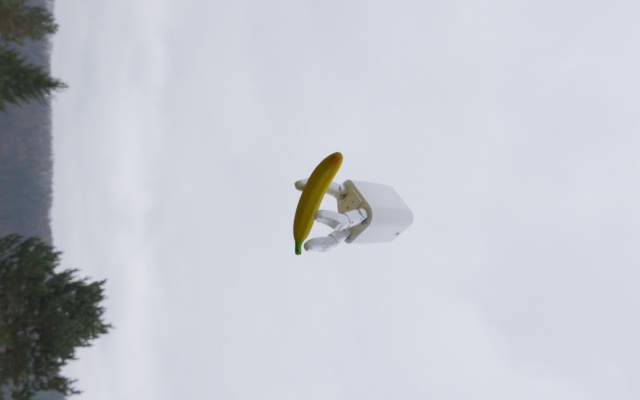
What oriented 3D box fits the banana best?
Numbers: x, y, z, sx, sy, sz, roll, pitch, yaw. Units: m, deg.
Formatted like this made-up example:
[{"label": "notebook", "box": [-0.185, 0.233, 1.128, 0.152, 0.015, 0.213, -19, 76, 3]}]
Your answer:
[{"label": "banana", "box": [-0.008, -0.004, 0.812, 0.037, 0.198, 0.069, 7, 27, -29]}]
